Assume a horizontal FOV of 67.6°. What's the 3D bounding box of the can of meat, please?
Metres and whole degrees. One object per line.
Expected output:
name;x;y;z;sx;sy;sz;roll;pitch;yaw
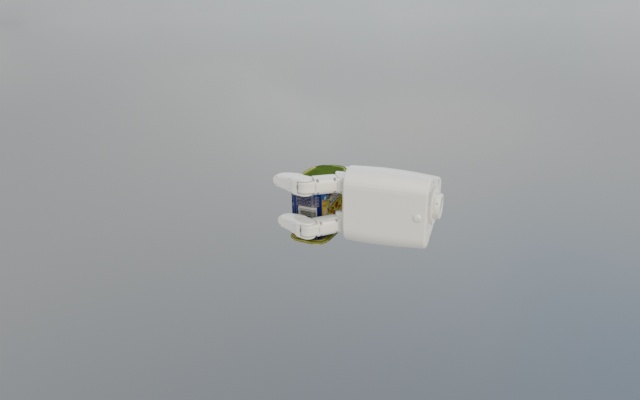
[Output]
can of meat;0.000;0.002;0.667;0.057;0.084;0.102;10;24;25
